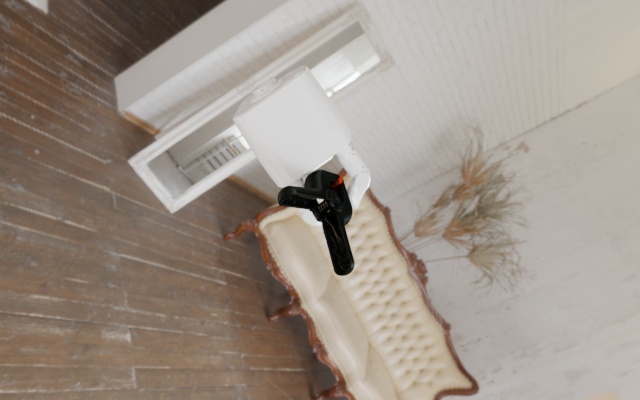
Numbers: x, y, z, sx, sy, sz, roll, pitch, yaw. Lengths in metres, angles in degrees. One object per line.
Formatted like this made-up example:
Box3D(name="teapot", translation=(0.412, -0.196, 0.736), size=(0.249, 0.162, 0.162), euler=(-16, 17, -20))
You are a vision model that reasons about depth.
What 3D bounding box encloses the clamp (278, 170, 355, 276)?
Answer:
Box3D(name="clamp", translation=(0.001, 0.002, 0.577), size=(0.039, 0.120, 0.171), euler=(-29, 24, 16))
